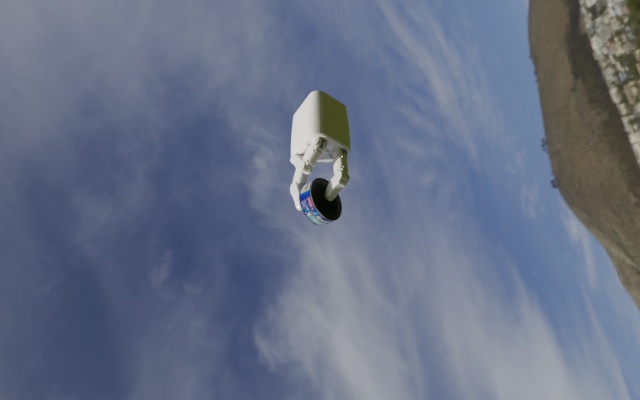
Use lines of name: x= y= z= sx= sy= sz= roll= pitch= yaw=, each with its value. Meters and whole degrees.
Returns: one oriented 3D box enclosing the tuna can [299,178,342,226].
tuna can: x=0.000 y=0.003 z=0.895 sx=0.034 sy=0.086 sz=0.086 roll=-26 pitch=-16 yaw=36
